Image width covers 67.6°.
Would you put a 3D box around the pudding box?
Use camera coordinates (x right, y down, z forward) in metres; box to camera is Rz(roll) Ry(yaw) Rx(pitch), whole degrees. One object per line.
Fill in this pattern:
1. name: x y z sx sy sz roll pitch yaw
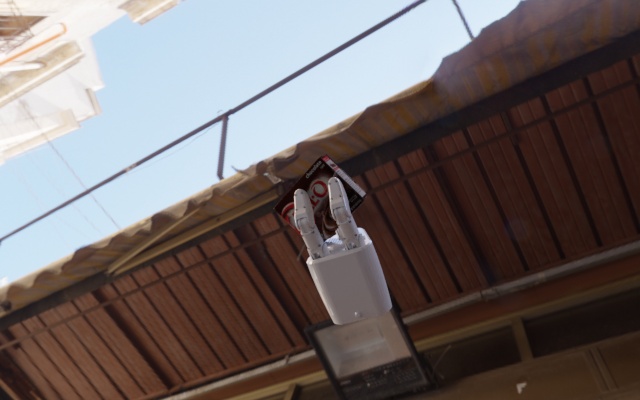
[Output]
1. pudding box: 0.000 0.002 0.702 0.090 0.113 0.039 43 20 2
